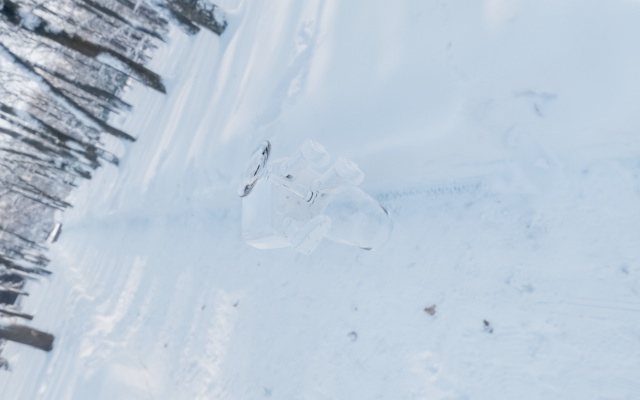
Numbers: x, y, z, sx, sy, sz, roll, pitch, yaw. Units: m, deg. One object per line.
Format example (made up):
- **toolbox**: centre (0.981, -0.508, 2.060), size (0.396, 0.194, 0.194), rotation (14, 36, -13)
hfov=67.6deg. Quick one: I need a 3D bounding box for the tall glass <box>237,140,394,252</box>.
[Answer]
- **tall glass**: centre (0.000, 0.002, 0.606), size (0.201, 0.079, 0.079), rotation (26, -13, -27)
